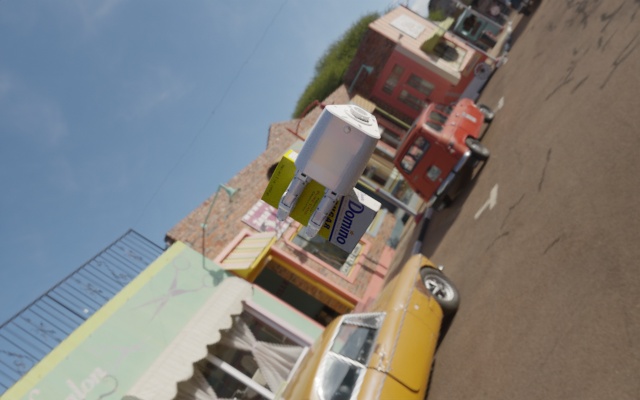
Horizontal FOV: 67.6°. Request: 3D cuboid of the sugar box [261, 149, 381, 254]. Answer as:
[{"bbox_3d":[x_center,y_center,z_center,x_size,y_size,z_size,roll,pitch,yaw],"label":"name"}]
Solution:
[{"bbox_3d":[0.000,0.003,0.783,0.176,0.093,0.048,31,26,4],"label":"sugar box"}]
